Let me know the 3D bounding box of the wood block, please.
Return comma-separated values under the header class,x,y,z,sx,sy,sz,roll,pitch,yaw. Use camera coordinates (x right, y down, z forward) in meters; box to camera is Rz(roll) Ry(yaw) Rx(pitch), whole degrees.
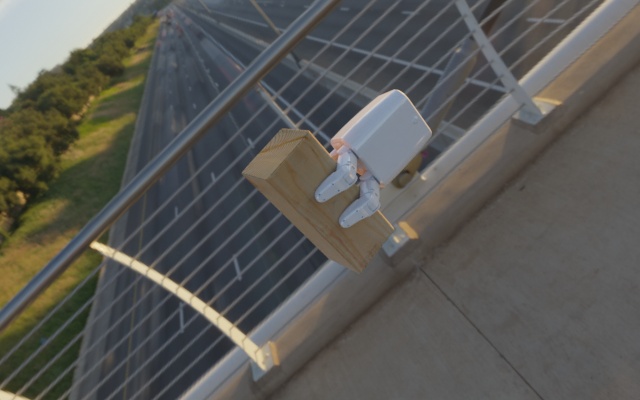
class,x,y,z,sx,sy,sz,roll,pitch,yaw
wood block,0.000,0.002,0.687,0.206,0.090,0.091,47,-14,-28
